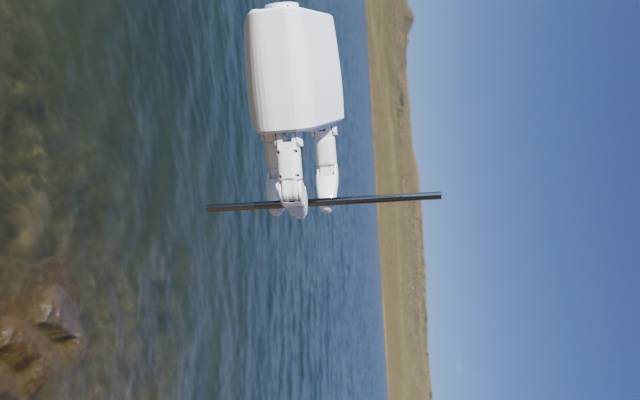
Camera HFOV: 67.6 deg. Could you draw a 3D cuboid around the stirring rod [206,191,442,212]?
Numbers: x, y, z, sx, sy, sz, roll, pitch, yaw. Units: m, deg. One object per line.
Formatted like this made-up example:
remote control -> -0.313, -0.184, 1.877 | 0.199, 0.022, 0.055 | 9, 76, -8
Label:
stirring rod -> 0.000, 0.002, 0.487 | 0.239, 0.011, 0.011 | -3, 0, 7
